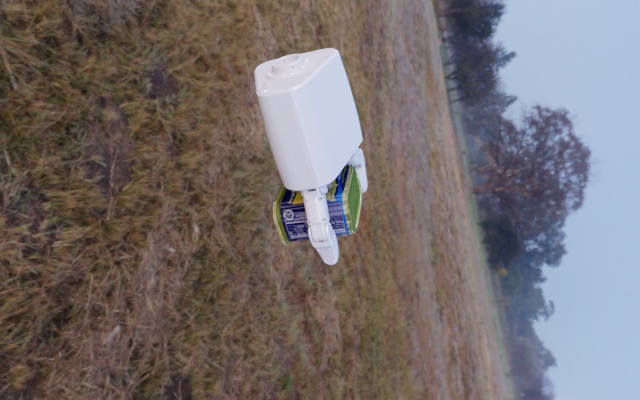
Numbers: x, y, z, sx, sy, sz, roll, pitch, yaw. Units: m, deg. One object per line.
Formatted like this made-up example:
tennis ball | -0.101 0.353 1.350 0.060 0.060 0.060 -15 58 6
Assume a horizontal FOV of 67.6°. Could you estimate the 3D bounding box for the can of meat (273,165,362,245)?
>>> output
can of meat | 0.000 0.002 0.557 0.084 0.057 0.102 -8 30 15
